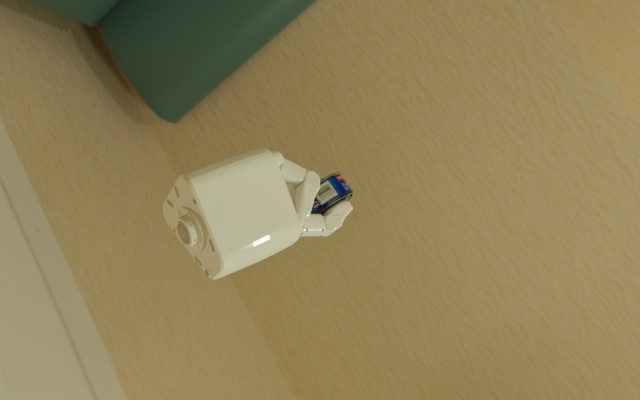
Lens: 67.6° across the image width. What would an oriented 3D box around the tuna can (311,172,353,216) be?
[{"bbox_3d":[0.000,0.002,0.622,0.086,0.033,0.086,-35,-9,-6],"label":"tuna can"}]
